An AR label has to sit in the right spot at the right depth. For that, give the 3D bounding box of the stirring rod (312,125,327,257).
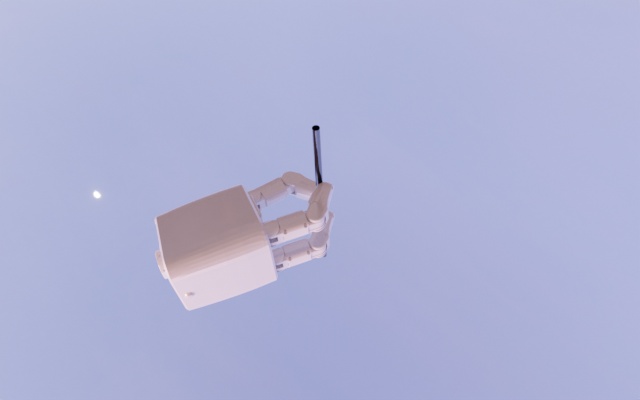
[{"bbox_3d":[0.000,0.002,0.564,0.011,0.011,0.240,0,-37,3],"label":"stirring rod"}]
